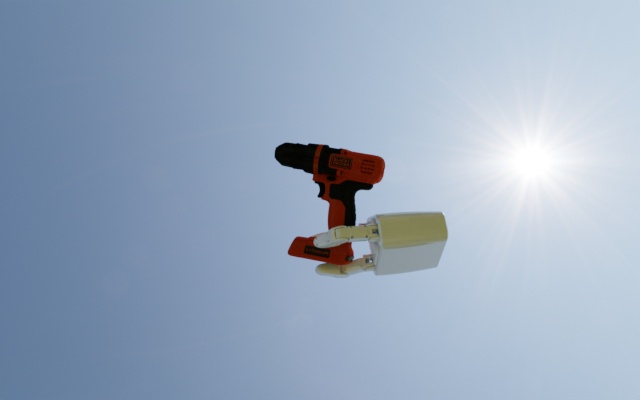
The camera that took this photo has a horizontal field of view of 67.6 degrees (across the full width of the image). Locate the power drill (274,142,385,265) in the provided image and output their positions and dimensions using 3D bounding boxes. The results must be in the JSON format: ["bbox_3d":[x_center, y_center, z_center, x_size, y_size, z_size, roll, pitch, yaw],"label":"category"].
[{"bbox_3d":[0.000,0.003,0.774,0.184,0.187,0.057,10,0,14],"label":"power drill"}]
